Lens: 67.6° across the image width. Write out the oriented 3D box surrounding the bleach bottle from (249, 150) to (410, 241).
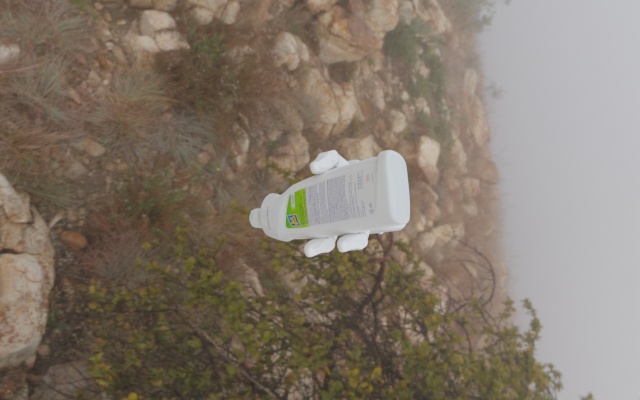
[{"bbox_3d":[0.000,0.002,0.691,0.251,0.102,0.068,-10,-13,33],"label":"bleach bottle"}]
